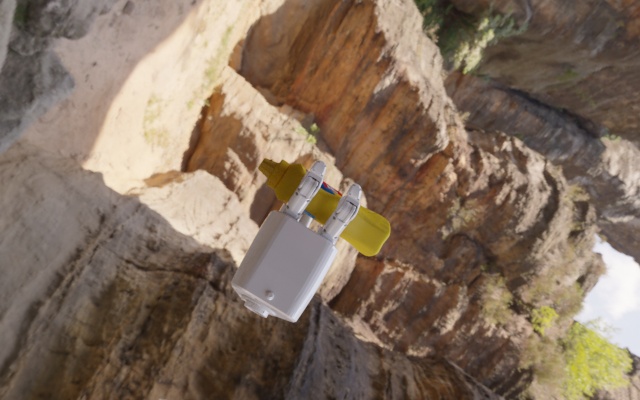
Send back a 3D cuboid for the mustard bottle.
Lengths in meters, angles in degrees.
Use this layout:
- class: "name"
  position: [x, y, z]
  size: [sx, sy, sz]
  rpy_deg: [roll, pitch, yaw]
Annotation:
- class: "mustard bottle"
  position: [0.001, 0.002, 0.650]
  size: [0.191, 0.058, 0.096]
  rpy_deg: [33, 5, -7]
